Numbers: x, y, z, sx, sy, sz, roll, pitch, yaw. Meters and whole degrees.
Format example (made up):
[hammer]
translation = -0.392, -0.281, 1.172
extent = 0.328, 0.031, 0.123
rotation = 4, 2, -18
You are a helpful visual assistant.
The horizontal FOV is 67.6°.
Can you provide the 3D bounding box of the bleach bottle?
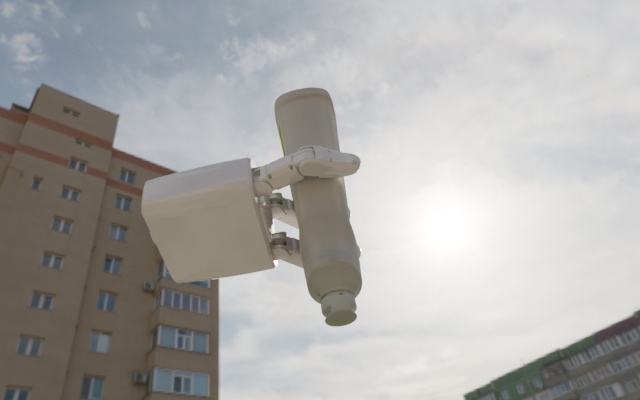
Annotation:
[bleach bottle]
translation = 0.000, 0.002, 0.481
extent = 0.068, 0.250, 0.103
rotation = -11, -40, 1
